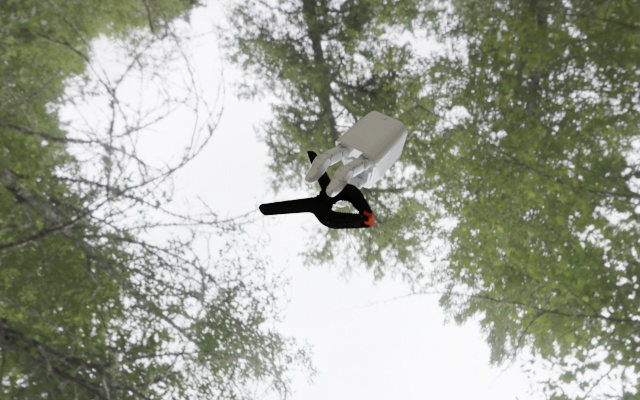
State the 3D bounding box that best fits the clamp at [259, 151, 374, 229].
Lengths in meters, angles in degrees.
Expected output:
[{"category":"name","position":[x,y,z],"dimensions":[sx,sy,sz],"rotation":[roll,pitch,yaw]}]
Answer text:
[{"category":"clamp","position":[0.001,0.003,0.866],"dimensions":[0.210,0.164,0.036],"rotation":[32,-23,32]}]
